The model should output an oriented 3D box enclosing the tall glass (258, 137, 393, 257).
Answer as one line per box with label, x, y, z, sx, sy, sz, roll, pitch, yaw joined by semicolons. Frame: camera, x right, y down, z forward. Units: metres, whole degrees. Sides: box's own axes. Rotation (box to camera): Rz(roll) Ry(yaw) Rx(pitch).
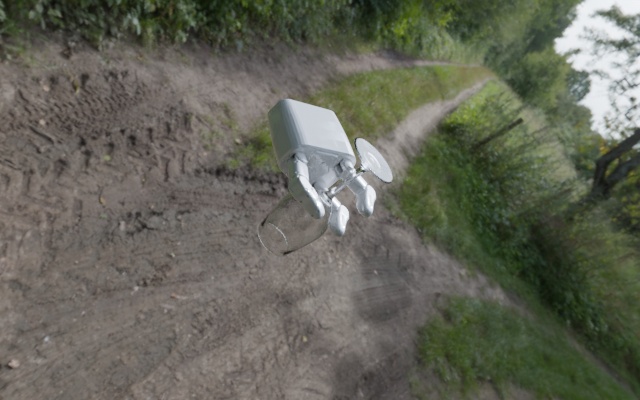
tall glass;0.001;0.002;0.667;0.201;0.079;0.079;-39;-19;26
